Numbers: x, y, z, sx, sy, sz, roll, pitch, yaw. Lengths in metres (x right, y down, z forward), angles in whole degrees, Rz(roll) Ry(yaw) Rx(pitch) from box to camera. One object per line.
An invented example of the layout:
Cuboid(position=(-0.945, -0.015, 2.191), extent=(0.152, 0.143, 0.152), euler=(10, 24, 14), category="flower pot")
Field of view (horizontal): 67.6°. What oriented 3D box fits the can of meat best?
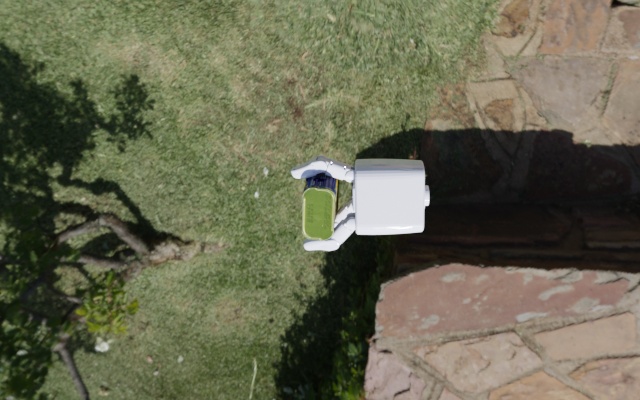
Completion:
Cuboid(position=(0.000, 0.003, 0.774), extent=(0.057, 0.102, 0.084), euler=(3, 30, 3), category="can of meat")
